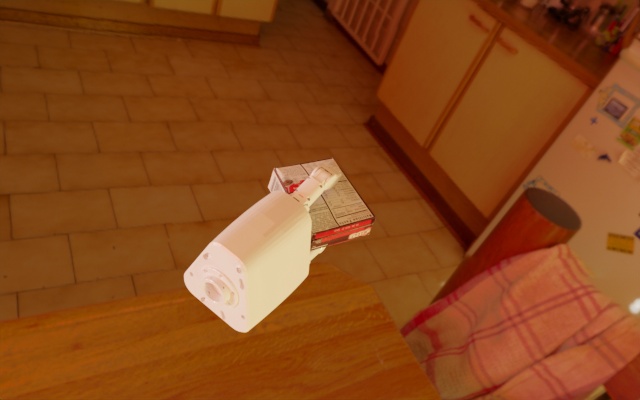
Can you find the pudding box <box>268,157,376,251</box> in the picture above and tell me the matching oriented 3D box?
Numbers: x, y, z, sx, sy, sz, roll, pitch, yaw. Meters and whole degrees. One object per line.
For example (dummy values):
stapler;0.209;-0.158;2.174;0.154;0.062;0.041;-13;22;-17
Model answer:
pudding box;0.000;0.002;0.582;0.090;0.113;0.039;-12;-36;-28
